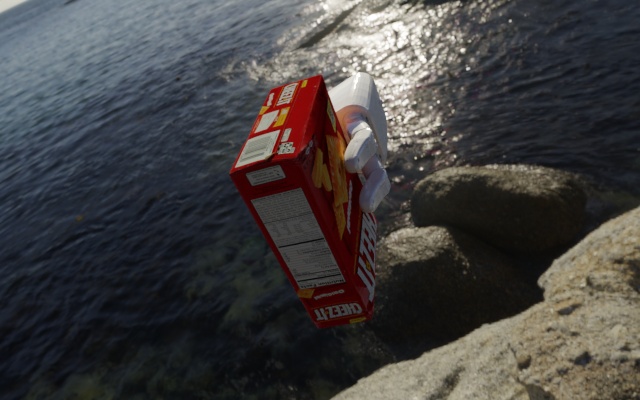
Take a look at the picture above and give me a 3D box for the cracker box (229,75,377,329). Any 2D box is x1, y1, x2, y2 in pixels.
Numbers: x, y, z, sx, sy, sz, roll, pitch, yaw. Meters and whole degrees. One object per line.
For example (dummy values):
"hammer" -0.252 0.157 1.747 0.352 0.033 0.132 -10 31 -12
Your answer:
"cracker box" 0.000 0.002 0.507 0.072 0.214 0.164 -12 35 19
